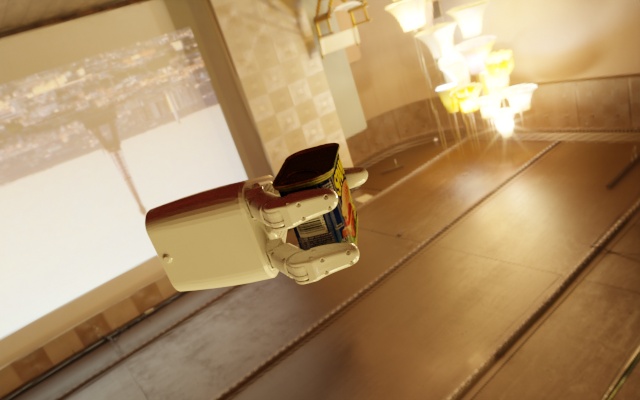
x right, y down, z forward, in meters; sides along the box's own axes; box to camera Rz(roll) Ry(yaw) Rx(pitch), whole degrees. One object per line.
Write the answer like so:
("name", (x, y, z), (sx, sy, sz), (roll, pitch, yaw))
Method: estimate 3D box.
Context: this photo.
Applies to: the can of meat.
("can of meat", (0.000, 0.002, 0.458), (0.057, 0.084, 0.102), (-14, 21, 12))
